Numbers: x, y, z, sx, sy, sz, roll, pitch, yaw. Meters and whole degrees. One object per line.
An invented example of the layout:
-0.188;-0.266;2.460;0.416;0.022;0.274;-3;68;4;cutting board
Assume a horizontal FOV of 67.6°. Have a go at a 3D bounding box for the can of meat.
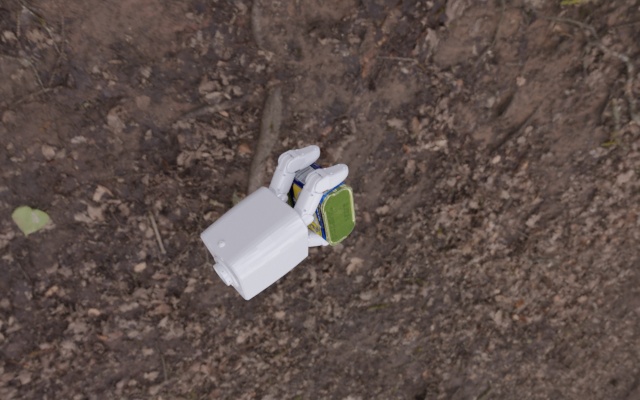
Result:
0.000;0.002;0.662;0.057;0.102;0.084;-35;50;-22;can of meat
